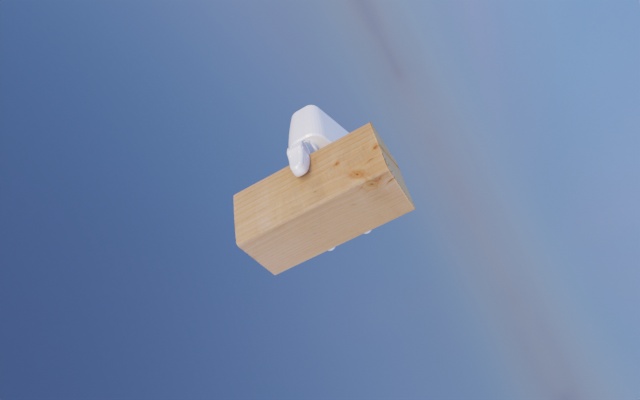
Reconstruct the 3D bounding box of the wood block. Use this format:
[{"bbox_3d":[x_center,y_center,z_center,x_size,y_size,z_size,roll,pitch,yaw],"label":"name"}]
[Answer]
[{"bbox_3d":[0.000,0.001,0.610,0.206,0.090,0.091,-27,-45,15],"label":"wood block"}]
